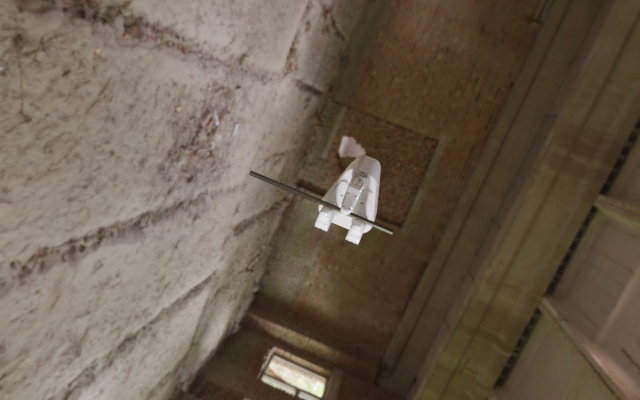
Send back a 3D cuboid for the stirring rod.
[{"bbox_3d":[0.000,0.002,0.740,0.239,0.011,0.011,23,2,5],"label":"stirring rod"}]
